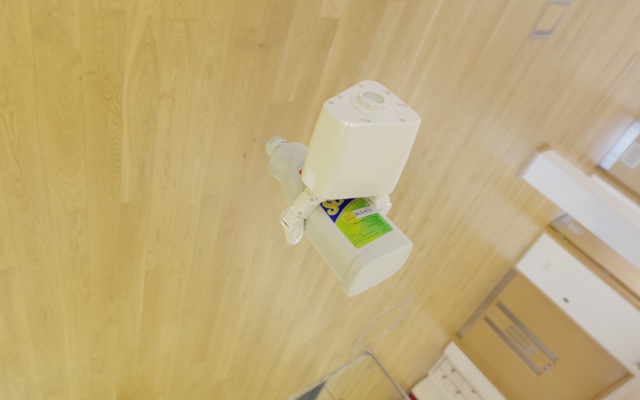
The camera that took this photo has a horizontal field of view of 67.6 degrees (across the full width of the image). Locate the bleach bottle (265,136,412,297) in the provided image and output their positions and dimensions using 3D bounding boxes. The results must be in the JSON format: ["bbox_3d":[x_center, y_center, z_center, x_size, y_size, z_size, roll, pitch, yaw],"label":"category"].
[{"bbox_3d":[0.000,0.002,0.625,0.102,0.068,0.250,-21,54,-34],"label":"bleach bottle"}]
